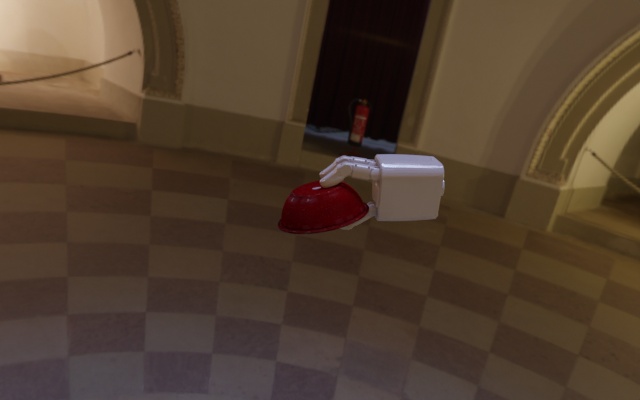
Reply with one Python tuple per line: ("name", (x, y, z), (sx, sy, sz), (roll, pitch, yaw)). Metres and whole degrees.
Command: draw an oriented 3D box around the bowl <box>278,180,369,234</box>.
("bowl", (-0.001, 0.003, 0.820), (0.162, 0.055, 0.162), (-11, 16, 3))
